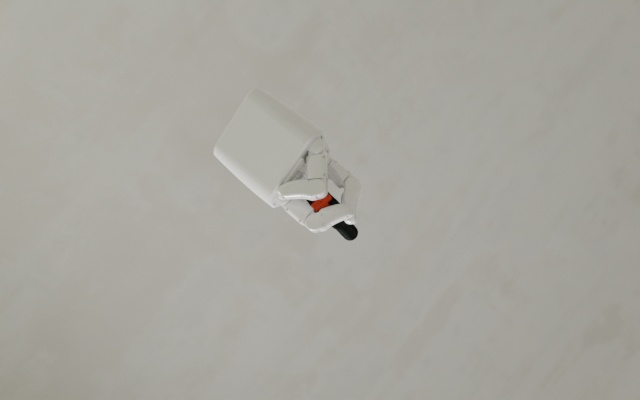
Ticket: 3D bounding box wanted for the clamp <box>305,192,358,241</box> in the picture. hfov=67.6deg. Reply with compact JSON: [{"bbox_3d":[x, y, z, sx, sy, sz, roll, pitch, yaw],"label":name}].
[{"bbox_3d":[0.000,0.003,0.674,0.120,0.039,0.171,39,-5,15],"label":"clamp"}]
